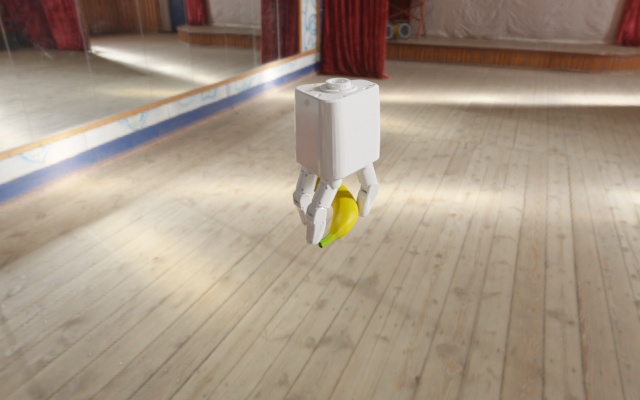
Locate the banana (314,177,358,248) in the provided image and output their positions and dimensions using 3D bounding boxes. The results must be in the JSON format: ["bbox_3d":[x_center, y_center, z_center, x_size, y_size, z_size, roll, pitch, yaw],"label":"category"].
[{"bbox_3d":[0.019,0.002,0.742,0.069,0.037,0.197,-6,29,-4],"label":"banana"}]
